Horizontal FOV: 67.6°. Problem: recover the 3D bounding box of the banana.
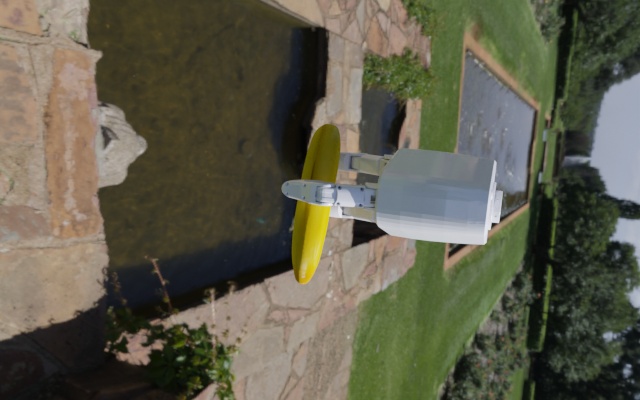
[{"bbox_3d":[-0.002,-0.007,0.533,0.037,0.197,0.070,8,-16,12],"label":"banana"}]
